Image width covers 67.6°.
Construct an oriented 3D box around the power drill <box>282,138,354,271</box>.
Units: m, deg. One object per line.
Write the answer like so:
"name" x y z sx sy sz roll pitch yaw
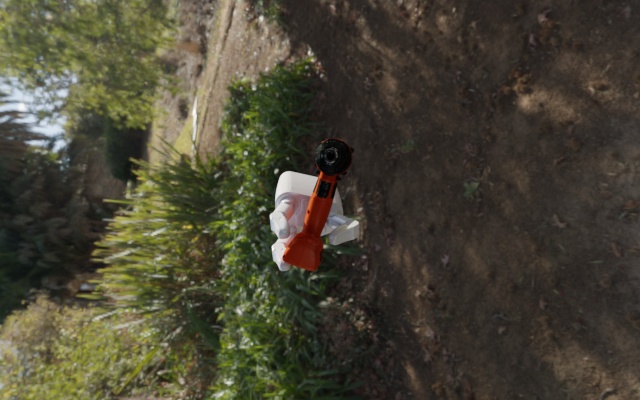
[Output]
"power drill" 0.000 0.003 0.689 0.057 0.187 0.184 19 6 5
